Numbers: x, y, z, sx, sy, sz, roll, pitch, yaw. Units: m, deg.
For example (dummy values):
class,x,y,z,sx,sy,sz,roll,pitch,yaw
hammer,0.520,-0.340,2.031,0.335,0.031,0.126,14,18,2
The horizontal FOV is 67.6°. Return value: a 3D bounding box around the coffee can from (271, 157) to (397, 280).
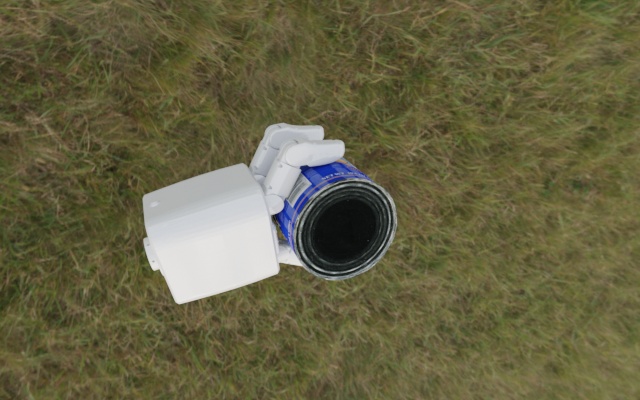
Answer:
class,x,y,z,sx,sy,sz,roll,pitch,yaw
coffee can,0.000,0.002,0.490,0.103,0.103,0.140,0,22,-22
